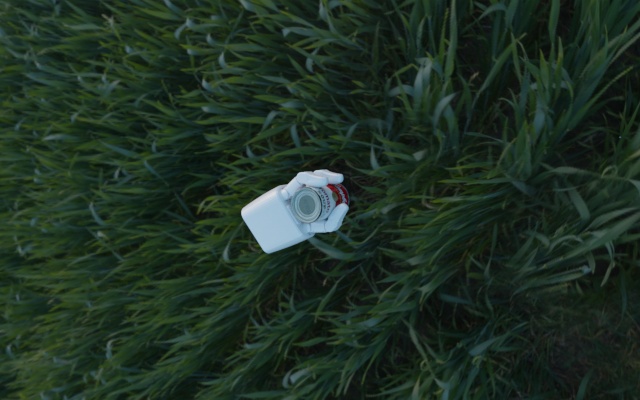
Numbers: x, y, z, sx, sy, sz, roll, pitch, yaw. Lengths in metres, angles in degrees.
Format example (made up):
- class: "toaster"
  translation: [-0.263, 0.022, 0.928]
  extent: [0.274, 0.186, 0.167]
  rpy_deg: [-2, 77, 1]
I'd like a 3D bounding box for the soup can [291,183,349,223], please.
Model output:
- class: "soup can"
  translation: [0.000, 0.003, 0.892]
  extent: [0.068, 0.068, 0.102]
  rpy_deg: [0, 6, 32]
